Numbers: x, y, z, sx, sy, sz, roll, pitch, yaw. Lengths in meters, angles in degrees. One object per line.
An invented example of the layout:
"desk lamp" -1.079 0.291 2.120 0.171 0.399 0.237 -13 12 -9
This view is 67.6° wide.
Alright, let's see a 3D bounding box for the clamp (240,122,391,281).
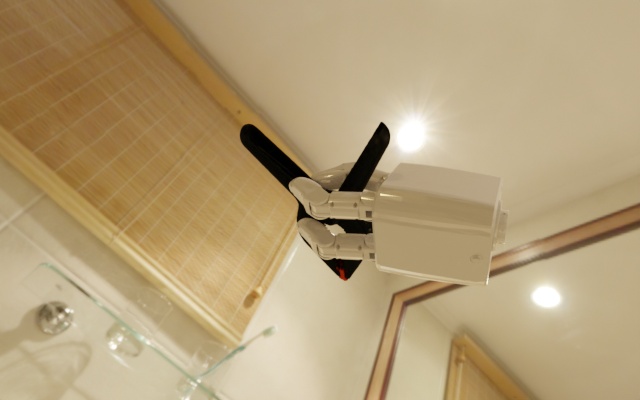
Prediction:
"clamp" 0.001 0.002 0.525 0.164 0.210 0.036 11 41 24
